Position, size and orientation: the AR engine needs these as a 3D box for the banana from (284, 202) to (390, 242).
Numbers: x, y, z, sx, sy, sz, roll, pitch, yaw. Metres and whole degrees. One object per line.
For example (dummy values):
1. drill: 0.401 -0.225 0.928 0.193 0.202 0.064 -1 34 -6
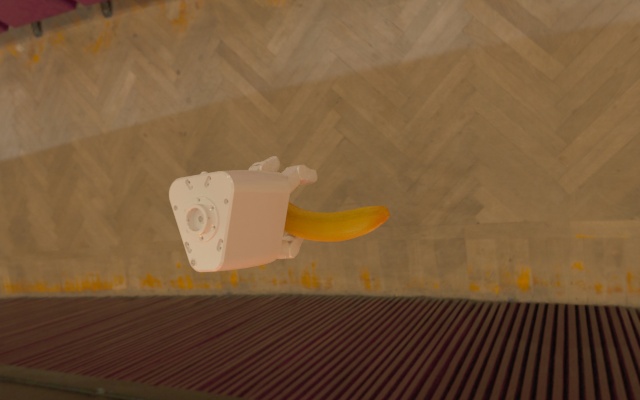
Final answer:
1. banana: -0.007 0.019 0.628 0.198 0.069 0.037 16 5 29
